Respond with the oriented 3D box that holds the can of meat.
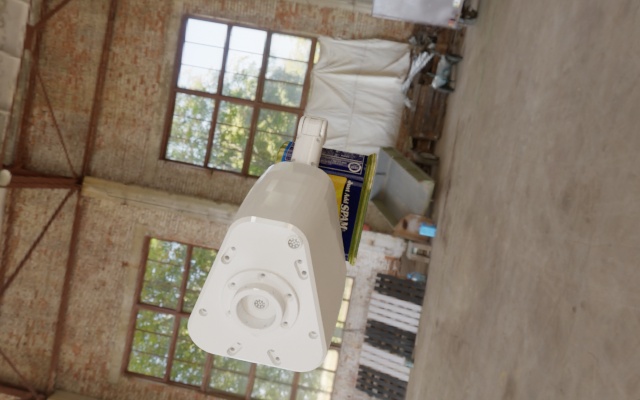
[{"bbox_3d":[0.000,0.001,0.434,0.084,0.102,0.057,11,26,4],"label":"can of meat"}]
